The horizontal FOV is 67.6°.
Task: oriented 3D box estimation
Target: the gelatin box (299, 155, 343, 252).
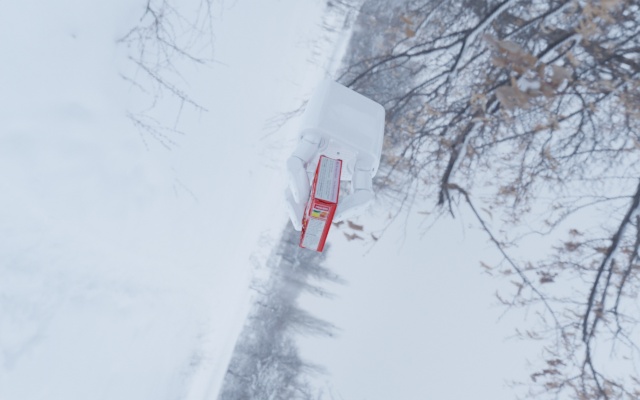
[{"bbox_3d":[0.001,0.002,0.547,0.030,0.073,0.089,14,38,-5],"label":"gelatin box"}]
